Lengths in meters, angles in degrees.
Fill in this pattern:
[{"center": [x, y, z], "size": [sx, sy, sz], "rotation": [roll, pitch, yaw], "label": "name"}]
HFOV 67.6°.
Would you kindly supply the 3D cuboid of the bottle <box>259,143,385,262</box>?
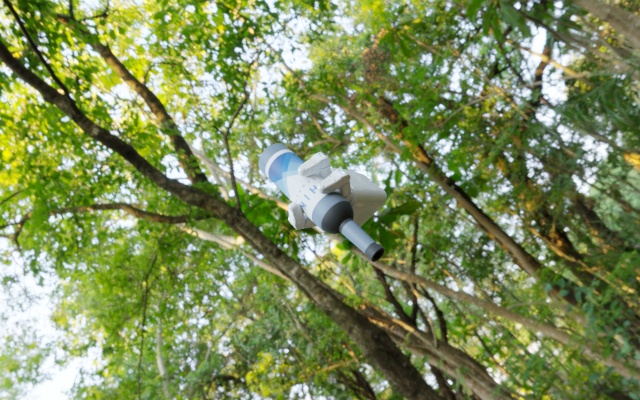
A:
[{"center": [0.000, 0.003, 0.824], "size": [0.069, 0.069, 0.295], "rotation": [0, 34, -48], "label": "bottle"}]
